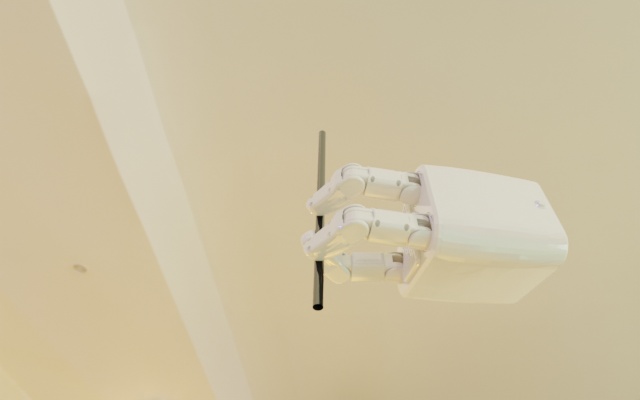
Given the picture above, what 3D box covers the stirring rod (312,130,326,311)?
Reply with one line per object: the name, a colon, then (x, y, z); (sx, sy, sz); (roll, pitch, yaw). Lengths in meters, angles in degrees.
stirring rod: (0.000, 0.002, 0.439); (0.011, 0.011, 0.239); (0, 39, 1)
